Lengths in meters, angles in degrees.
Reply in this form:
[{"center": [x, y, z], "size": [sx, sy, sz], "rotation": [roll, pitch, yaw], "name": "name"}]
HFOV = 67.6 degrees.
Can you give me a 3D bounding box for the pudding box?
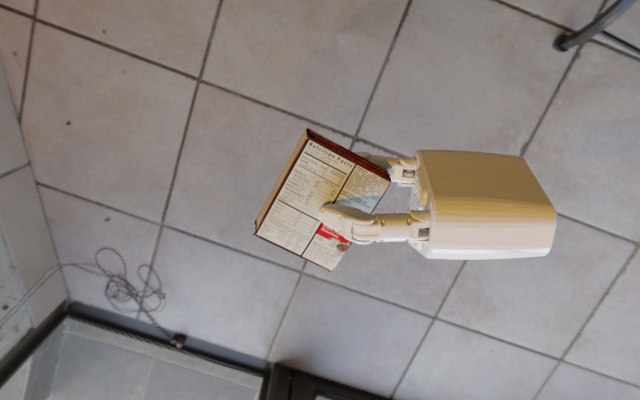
[{"center": [0.000, 0.002, 0.455], "size": [0.090, 0.113, 0.039], "rotation": [27, 16, -11], "name": "pudding box"}]
